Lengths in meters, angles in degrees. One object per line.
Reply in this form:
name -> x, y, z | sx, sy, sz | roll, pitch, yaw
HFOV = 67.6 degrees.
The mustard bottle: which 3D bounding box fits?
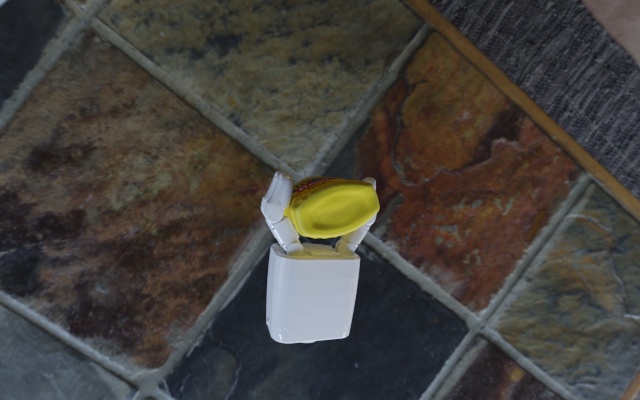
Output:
mustard bottle -> 0.000, 0.002, 0.606 | 0.096, 0.058, 0.191 | -20, 9, -10
